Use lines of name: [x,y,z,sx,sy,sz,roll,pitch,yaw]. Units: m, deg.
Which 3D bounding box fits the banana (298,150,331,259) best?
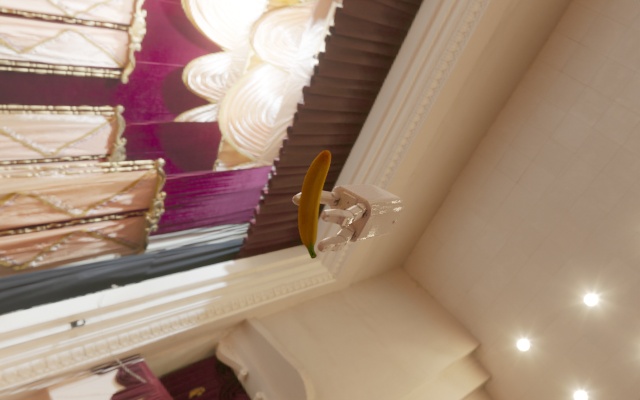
banana: [-0.011,0.002,0.877,0.037,0.198,0.069,-3,15,-37]
